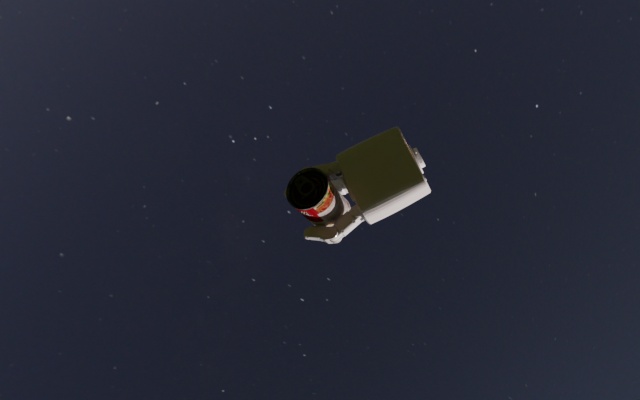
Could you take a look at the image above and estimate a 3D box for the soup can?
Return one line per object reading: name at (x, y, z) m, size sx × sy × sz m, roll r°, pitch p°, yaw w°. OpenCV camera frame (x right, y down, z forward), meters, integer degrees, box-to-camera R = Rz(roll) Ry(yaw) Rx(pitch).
soup can at (0.000, 0.003, 0.734) m, size 0.068 × 0.068 × 0.102 m, roll 0°, pitch -24°, yaw 26°
